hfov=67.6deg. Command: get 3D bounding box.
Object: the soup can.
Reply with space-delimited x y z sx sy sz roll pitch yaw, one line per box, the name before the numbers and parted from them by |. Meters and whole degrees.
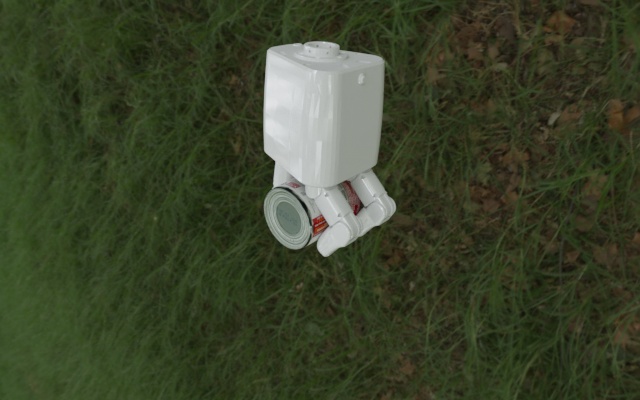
soup can | 0.000 0.002 0.502 0.068 0.068 0.102 0 19 45
